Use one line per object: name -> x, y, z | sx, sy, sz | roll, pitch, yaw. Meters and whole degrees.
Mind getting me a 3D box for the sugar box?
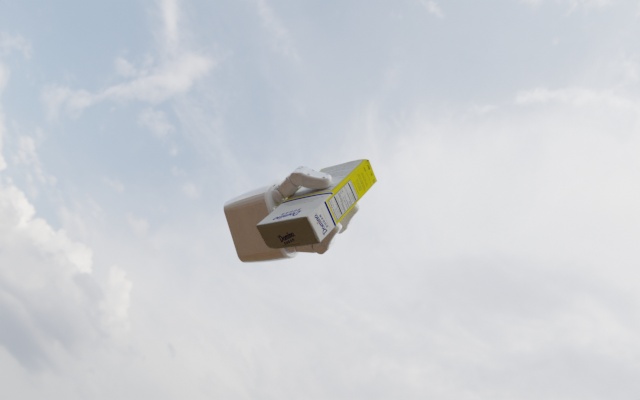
sugar box -> 0.000, 0.003, 0.666 | 0.093, 0.048, 0.176 | -11, 24, 39
